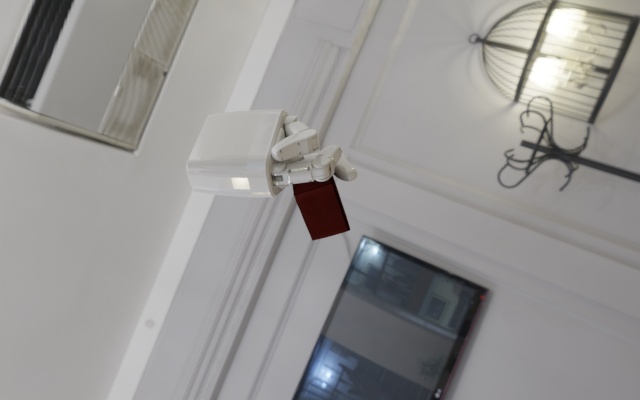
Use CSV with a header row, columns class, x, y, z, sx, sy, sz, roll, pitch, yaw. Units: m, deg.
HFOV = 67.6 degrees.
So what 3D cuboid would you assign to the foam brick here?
class,x,y,z,sx,sy,sz,roll,pitch,yaw
foam brick,0.000,0.002,0.607,0.051,0.078,0.053,-18,33,3
